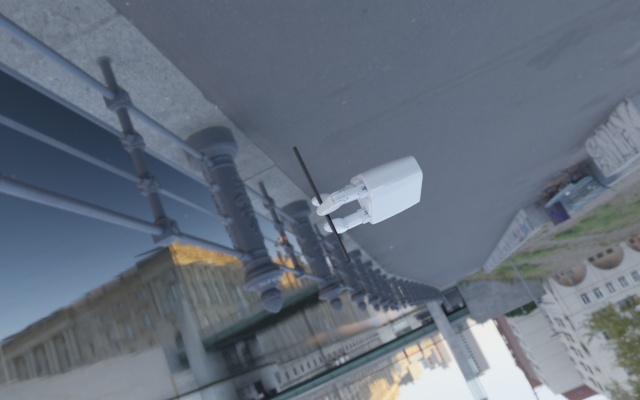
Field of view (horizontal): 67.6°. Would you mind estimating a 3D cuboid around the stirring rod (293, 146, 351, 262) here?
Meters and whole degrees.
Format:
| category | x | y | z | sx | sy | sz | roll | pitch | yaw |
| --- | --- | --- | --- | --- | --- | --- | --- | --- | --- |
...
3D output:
| category | x | y | z | sx | sy | sz | roll | pitch | yaw |
| --- | --- | --- | --- | --- | --- | --- | --- | --- | --- |
| stirring rod | 0.000 | 0.003 | 0.873 | 0.011 | 0.239 | 0.011 | -23 | -17 | -8 |
